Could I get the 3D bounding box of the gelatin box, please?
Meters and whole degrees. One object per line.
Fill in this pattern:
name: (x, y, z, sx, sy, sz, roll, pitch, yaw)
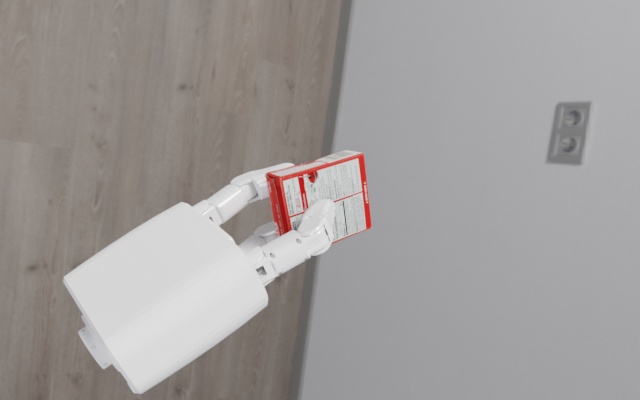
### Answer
gelatin box: (0.001, 0.001, 0.423, 0.089, 0.073, 0.030, -19, 21, -28)
